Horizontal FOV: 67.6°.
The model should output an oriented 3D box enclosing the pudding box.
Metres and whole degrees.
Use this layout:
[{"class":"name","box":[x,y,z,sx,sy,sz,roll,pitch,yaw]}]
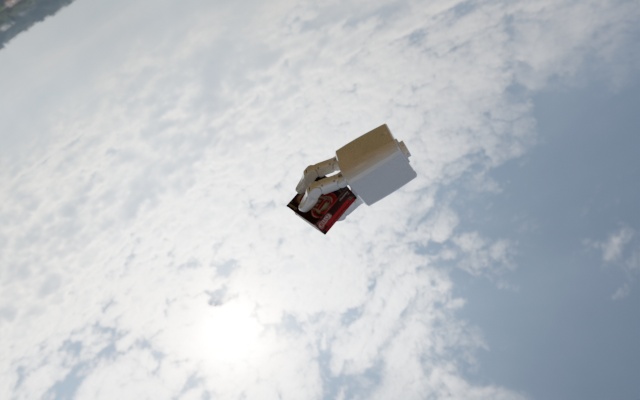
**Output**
[{"class":"pudding box","box":[0.000,0.003,0.869,0.039,0.090,0.113,47,-10,-32]}]
